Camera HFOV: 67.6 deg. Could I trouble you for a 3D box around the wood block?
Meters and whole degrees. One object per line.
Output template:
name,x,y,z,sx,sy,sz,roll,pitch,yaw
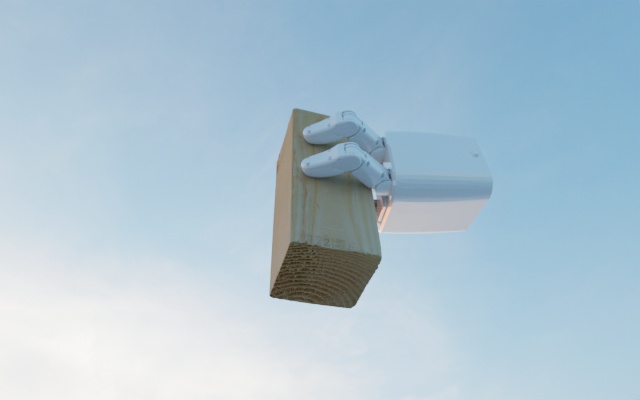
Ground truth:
wood block,0.000,0.002,0.523,0.090,0.206,0.091,10,-47,-12
